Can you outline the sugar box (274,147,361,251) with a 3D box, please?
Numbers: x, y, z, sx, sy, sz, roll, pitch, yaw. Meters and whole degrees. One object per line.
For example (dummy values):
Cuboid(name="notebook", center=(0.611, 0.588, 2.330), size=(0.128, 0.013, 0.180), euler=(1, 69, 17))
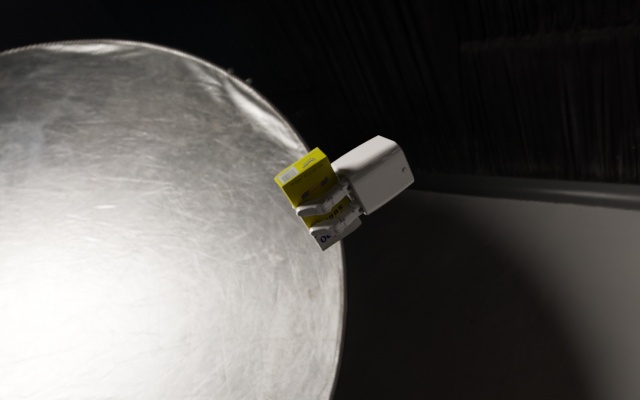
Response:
Cuboid(name="sugar box", center=(0.000, 0.003, 0.846), size=(0.093, 0.176, 0.048), euler=(-35, 37, -4))
